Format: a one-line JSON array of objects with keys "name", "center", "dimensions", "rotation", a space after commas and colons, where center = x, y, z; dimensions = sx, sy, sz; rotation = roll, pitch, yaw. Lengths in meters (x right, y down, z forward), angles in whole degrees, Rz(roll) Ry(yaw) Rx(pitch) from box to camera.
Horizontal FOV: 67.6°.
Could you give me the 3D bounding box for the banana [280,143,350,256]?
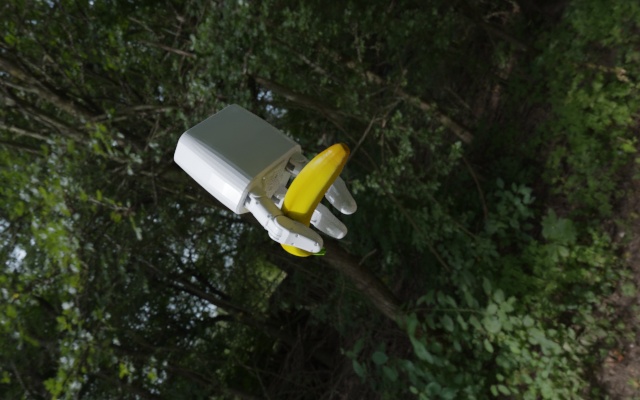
[{"name": "banana", "center": [-0.016, 0.011, 0.549], "dimensions": [0.069, 0.037, 0.198], "rotation": [-24, -30, -26]}]
